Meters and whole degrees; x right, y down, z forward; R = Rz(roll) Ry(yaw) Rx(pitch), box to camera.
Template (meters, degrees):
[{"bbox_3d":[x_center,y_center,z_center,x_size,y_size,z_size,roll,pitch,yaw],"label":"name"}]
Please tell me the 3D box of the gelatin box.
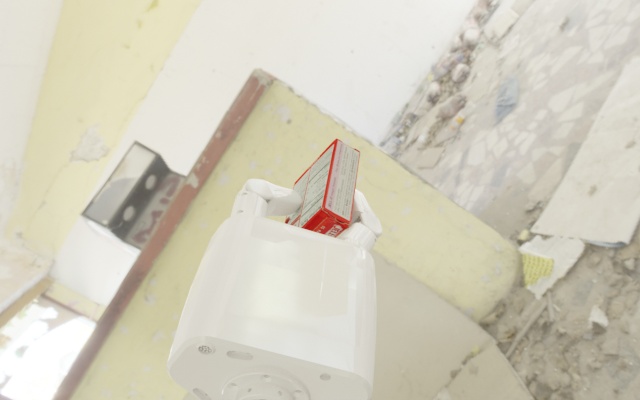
[{"bbox_3d":[0.000,0.001,0.413,0.030,0.089,0.073,28,-45,-19],"label":"gelatin box"}]
